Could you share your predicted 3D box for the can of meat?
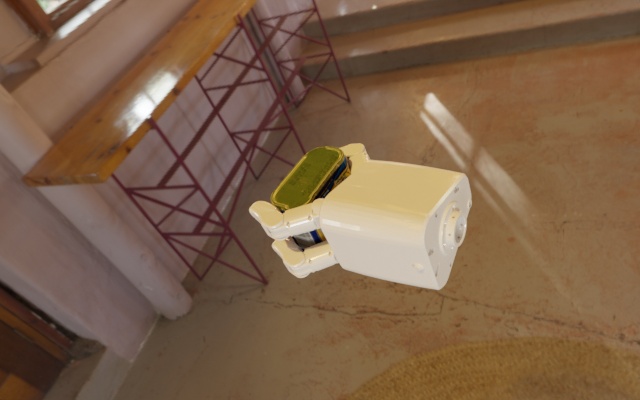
[{"bbox_3d":[0.000,0.001,0.533,0.057,0.102,0.084,12,-37,37],"label":"can of meat"}]
